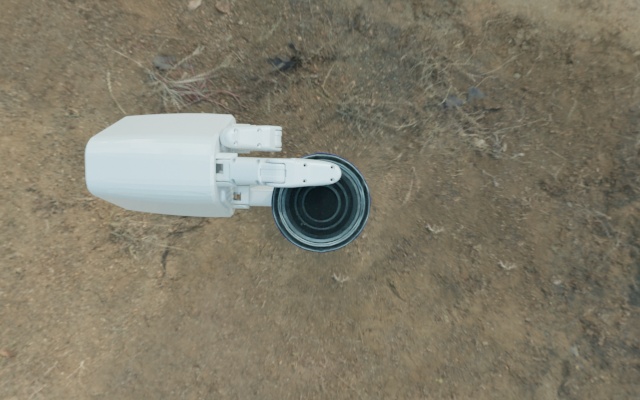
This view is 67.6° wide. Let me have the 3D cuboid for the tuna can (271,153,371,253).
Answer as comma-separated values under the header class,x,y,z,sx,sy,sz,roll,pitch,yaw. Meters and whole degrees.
class,x,y,z,sx,sy,sz,roll,pitch,yaw
tuna can,0.000,0.001,0.415,0.086,0.086,0.034,0,4,-3
